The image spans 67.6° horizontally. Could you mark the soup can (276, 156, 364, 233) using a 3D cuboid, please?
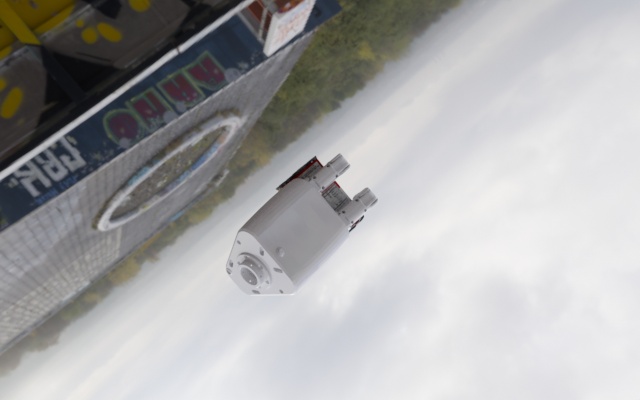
[{"bbox_3d":[0.001,0.002,0.620,0.068,0.102,0.068,-40,4,3],"label":"soup can"}]
